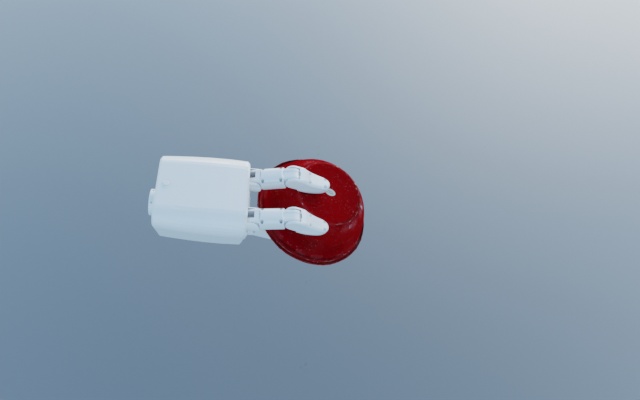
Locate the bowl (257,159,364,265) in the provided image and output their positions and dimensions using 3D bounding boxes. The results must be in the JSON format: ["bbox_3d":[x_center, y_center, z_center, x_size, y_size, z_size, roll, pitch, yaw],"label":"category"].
[{"bbox_3d":[0.001,0.002,0.641,0.162,0.162,0.055,0,-26,-28],"label":"bowl"}]
